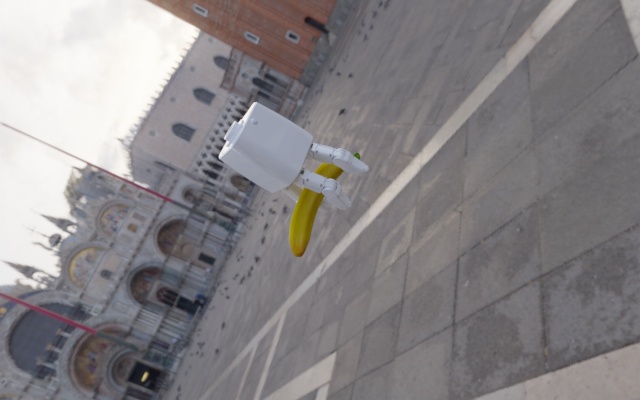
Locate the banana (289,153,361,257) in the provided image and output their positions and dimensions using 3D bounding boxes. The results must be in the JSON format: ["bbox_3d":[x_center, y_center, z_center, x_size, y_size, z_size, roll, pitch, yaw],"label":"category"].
[{"bbox_3d":[-0.008,-0.001,0.769,0.037,0.197,0.069,38,-18,-27],"label":"banana"}]
